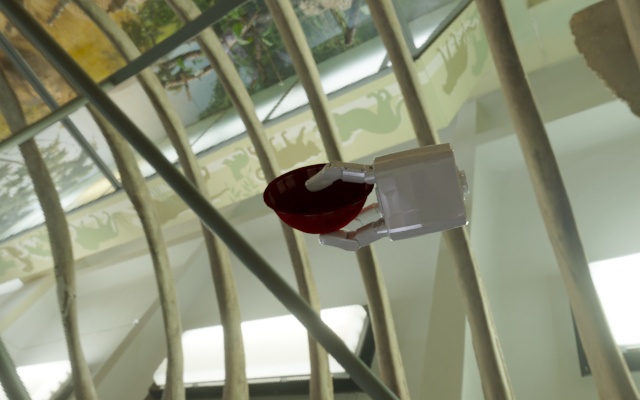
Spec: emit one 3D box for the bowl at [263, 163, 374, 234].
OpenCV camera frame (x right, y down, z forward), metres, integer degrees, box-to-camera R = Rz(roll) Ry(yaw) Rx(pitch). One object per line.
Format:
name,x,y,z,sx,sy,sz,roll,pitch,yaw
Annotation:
bowl,-0.001,0.003,0.697,0.162,0.055,0.162,-6,28,3
